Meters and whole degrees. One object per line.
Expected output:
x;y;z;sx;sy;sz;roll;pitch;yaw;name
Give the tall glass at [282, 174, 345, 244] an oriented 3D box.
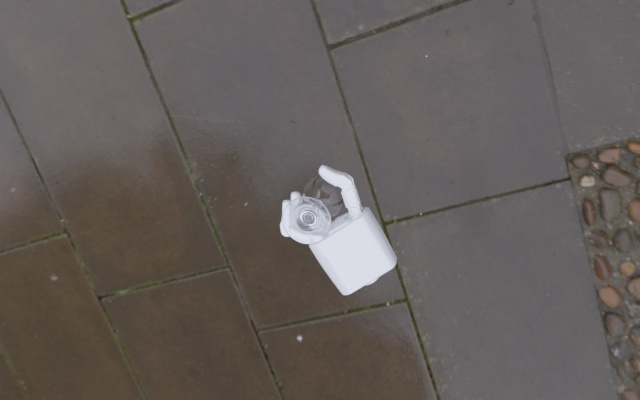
0.000;0.003;0.795;0.079;0.079;0.201;0;17;12;tall glass
